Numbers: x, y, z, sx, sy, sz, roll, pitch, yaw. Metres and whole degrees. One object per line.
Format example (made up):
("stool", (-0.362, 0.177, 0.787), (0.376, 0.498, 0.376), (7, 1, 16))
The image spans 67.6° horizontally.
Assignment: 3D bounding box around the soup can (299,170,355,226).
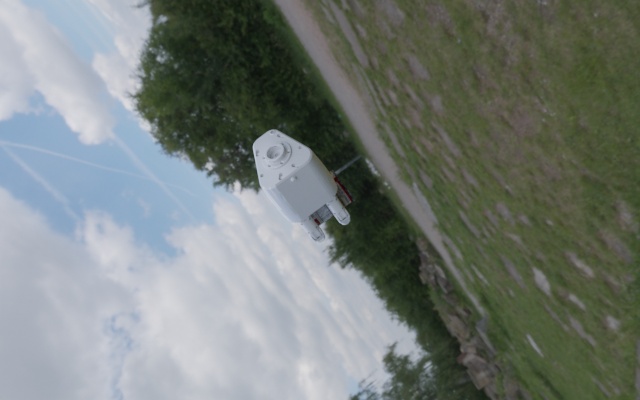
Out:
("soup can", (0.000, 0.003, 0.846), (0.102, 0.068, 0.068), (-36, 0, 0))
